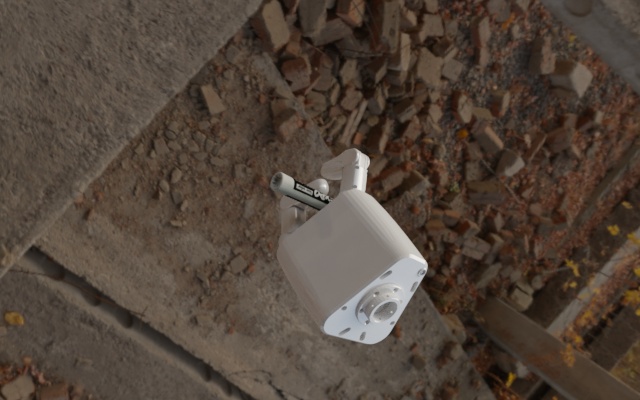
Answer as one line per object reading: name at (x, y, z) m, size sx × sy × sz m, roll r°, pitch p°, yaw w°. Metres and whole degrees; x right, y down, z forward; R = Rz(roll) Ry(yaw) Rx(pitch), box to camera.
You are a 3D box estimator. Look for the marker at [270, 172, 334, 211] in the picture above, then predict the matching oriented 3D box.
marker at (0.000, 0.002, 0.490) m, size 0.121 × 0.020 × 0.020 m, roll 26°, pitch -17°, yaw -40°
